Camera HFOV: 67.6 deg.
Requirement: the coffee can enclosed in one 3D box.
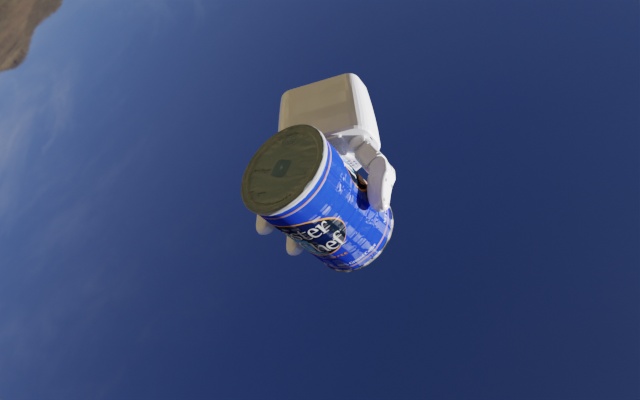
[{"bbox_3d":[0.000,0.002,0.508,0.103,0.102,0.140,0,-30,40],"label":"coffee can"}]
